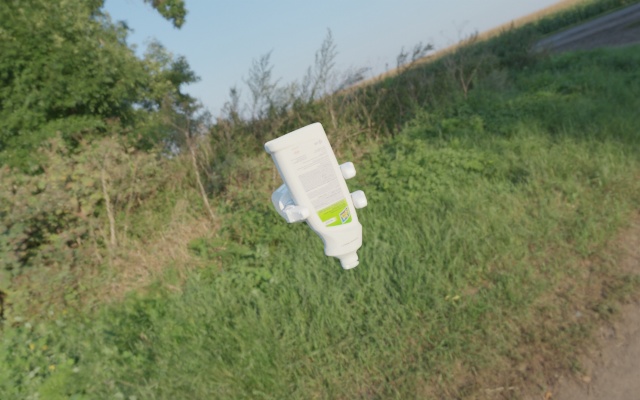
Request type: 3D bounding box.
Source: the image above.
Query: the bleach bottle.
[{"bbox_3d":[0.000,0.003,0.808,0.102,0.251,0.068,-24,11,-12],"label":"bleach bottle"}]
